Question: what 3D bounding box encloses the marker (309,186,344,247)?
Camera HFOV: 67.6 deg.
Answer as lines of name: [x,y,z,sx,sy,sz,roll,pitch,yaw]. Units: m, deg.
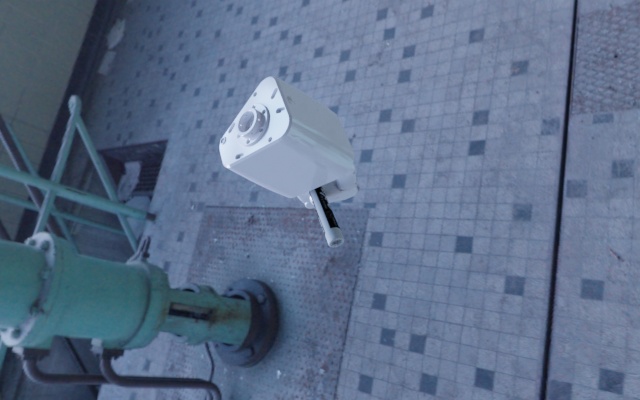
marker: [0.000,0.002,0.573,0.020,0.121,0.020,-14,-35,-10]
